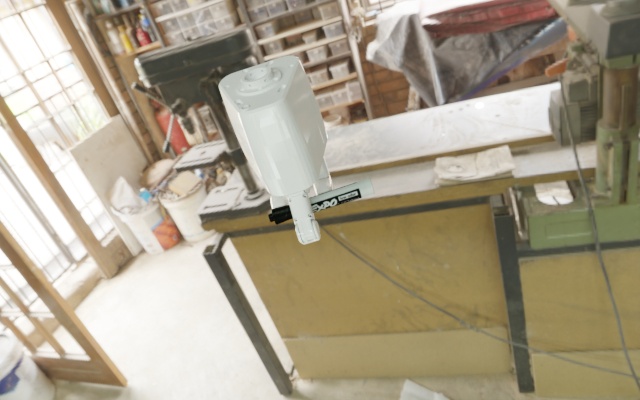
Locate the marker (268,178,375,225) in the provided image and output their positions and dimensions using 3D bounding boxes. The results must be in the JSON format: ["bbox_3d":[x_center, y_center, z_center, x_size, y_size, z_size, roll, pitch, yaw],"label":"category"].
[{"bbox_3d":[0.000,0.002,0.534,0.121,0.020,0.020,-17,-1,3],"label":"marker"}]
